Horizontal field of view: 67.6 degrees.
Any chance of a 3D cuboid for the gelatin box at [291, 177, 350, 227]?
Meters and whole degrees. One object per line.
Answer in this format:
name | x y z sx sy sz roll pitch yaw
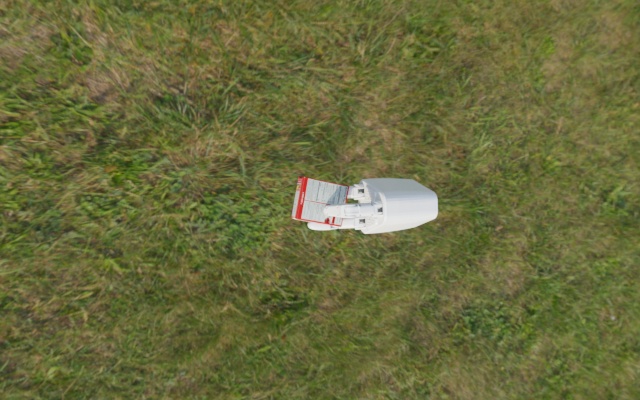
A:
gelatin box | 0.000 0.003 0.820 0.089 0.073 0.030 11 -1 -24
